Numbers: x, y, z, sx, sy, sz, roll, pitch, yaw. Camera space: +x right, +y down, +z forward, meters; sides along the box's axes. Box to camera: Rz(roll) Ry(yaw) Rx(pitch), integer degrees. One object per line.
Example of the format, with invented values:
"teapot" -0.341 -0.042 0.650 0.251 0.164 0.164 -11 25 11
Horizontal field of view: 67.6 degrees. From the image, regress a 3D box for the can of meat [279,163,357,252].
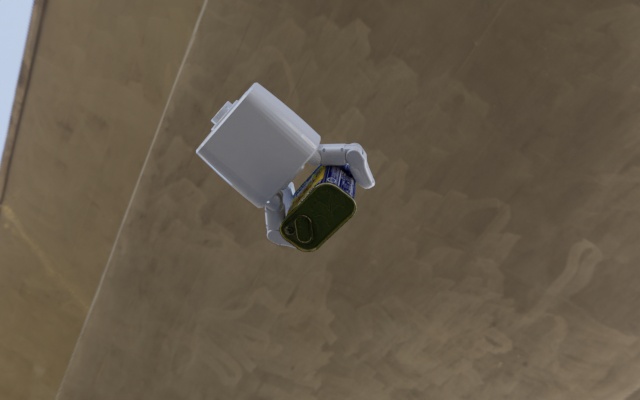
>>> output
"can of meat" 0.000 0.002 0.604 0.057 0.102 0.084 37 28 -14
